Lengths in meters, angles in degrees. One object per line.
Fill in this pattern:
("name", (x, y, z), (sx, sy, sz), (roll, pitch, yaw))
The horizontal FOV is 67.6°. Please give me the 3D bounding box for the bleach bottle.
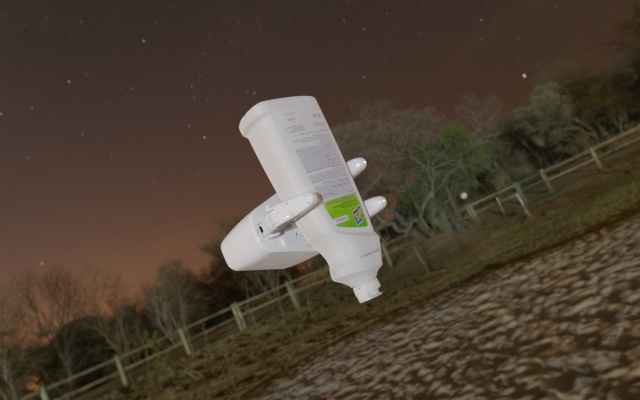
("bleach bottle", (0.000, 0.002, 0.563), (0.102, 0.251, 0.068), (-18, -12, -38))
